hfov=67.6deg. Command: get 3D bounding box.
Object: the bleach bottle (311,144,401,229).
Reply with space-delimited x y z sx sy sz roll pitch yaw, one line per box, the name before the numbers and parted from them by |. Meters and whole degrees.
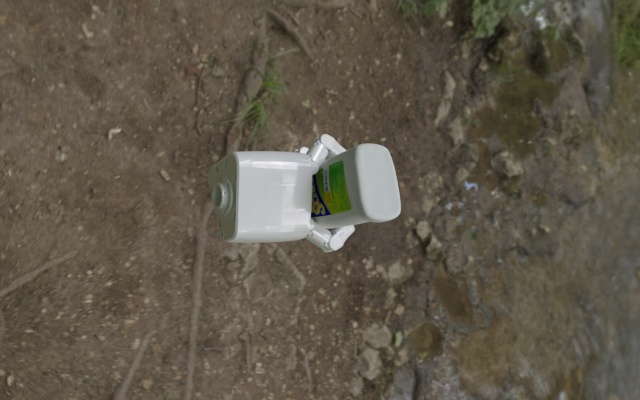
bleach bottle | 0.000 0.002 0.680 0.068 0.102 0.251 -1 -13 -36
